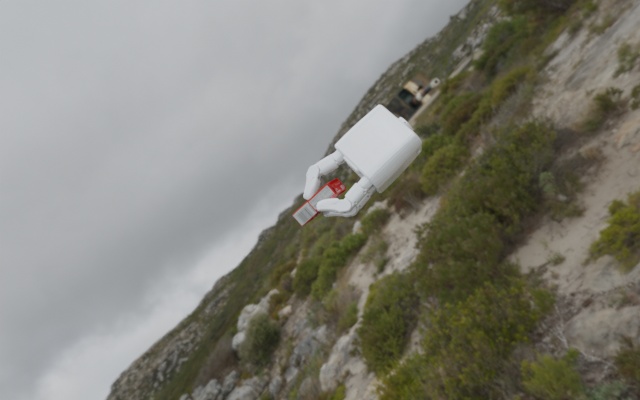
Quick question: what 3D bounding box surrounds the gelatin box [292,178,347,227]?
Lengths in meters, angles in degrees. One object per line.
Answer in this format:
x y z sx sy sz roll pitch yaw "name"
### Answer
0.000 0.003 0.841 0.089 0.030 0.073 -42 -3 17 "gelatin box"
